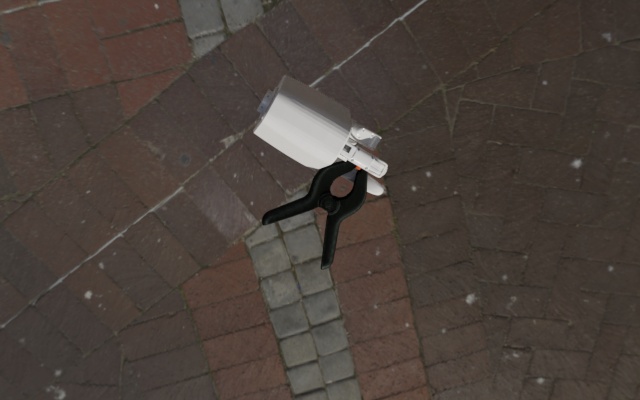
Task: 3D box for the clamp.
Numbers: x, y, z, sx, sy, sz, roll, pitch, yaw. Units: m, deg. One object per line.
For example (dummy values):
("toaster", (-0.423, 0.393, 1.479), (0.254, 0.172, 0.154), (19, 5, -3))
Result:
("clamp", (0.000, 0.002, 0.674), (0.120, 0.171, 0.039), (29, 7, -13))
